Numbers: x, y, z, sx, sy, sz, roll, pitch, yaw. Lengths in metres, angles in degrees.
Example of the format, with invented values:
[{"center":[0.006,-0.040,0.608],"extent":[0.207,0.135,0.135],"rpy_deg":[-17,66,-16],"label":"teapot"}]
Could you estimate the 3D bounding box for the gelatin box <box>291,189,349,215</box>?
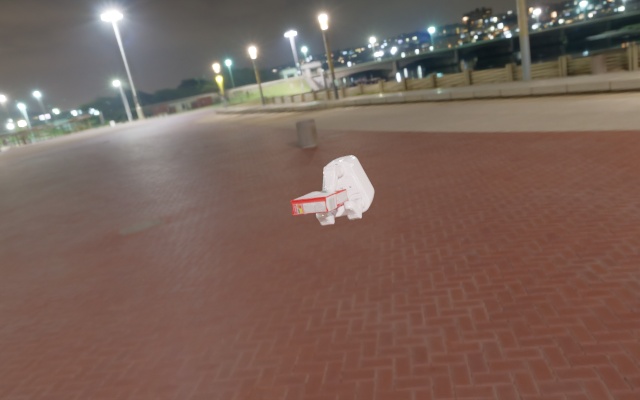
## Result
[{"center":[0.000,0.002,0.865],"extent":[0.073,0.030,0.089],"rpy_deg":[-5,8,28],"label":"gelatin box"}]
